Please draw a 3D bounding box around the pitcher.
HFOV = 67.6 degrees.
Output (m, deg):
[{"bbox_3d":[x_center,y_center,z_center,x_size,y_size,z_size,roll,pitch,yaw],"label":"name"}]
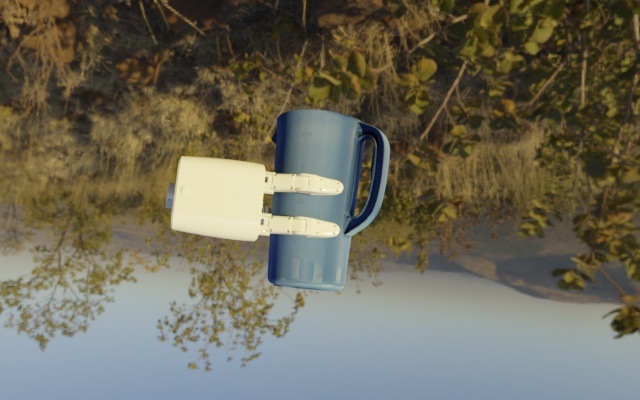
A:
[{"bbox_3d":[0.000,0.002,0.673,0.145,0.243,0.149,8,-9,-16],"label":"pitcher"}]
